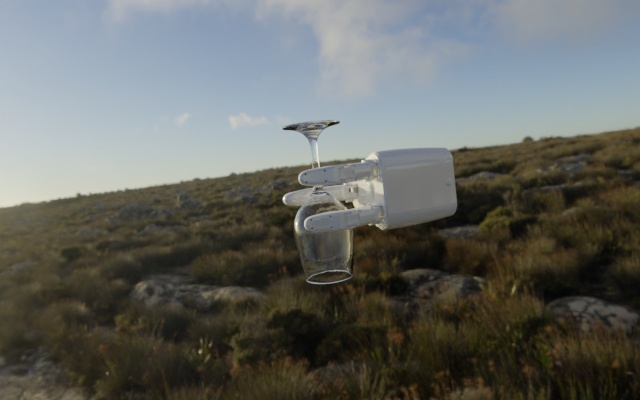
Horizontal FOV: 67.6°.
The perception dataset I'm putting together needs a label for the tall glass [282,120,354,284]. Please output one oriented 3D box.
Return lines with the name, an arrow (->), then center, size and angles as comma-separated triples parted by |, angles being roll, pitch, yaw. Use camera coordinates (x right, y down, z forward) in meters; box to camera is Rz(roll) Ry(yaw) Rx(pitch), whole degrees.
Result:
tall glass -> 0.000, 0.001, 0.614 | 0.079, 0.201, 0.079 | -7, 4, 0
